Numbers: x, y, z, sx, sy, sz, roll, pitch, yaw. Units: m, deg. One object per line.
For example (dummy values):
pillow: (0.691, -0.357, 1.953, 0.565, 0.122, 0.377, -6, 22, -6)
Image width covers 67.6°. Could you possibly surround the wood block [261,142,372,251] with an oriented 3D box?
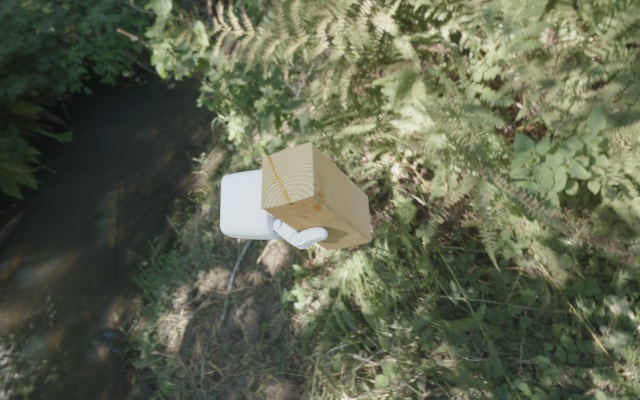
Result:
wood block: (0.000, 0.003, 0.771, 0.090, 0.090, 0.206, -14, -28, 25)
